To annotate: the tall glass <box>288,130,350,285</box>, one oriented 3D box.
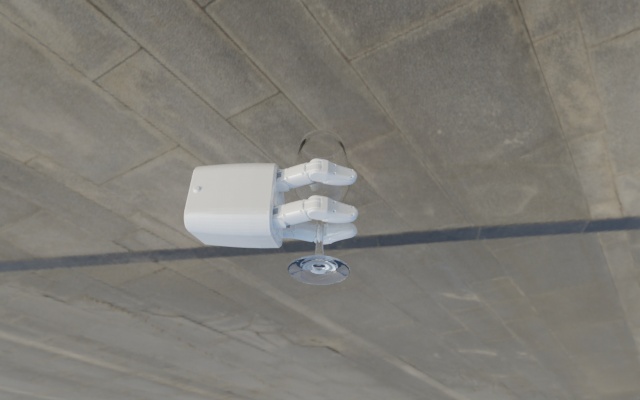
[{"bbox_3d":[0.000,0.003,0.622,0.079,0.201,0.079,1,-34,1],"label":"tall glass"}]
